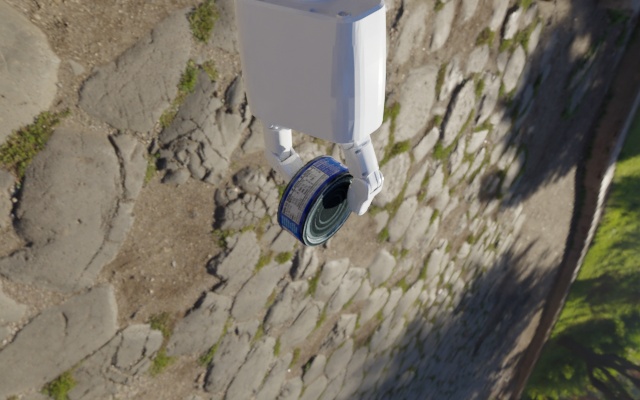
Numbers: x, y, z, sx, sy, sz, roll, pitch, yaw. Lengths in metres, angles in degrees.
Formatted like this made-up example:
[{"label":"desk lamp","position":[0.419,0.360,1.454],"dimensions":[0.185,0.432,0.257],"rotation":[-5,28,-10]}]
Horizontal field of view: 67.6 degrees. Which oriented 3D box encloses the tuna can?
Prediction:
[{"label":"tuna can","position":[0.001,0.002,0.459],"dimensions":[0.033,0.086,0.086],"rotation":[35,17,26]}]
